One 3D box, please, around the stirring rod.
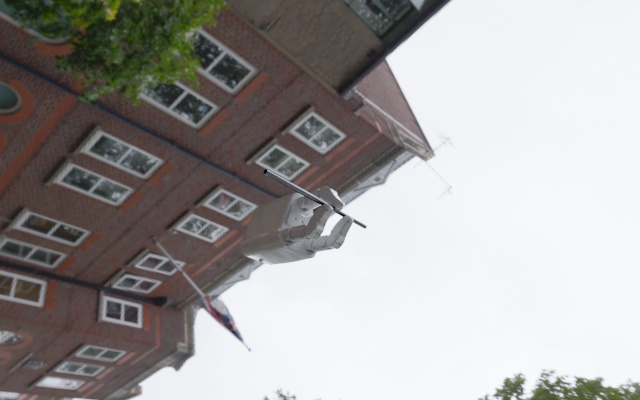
[{"bbox_3d":[0.000,0.002,0.760,0.011,0.011,0.240,0,-21,44],"label":"stirring rod"}]
